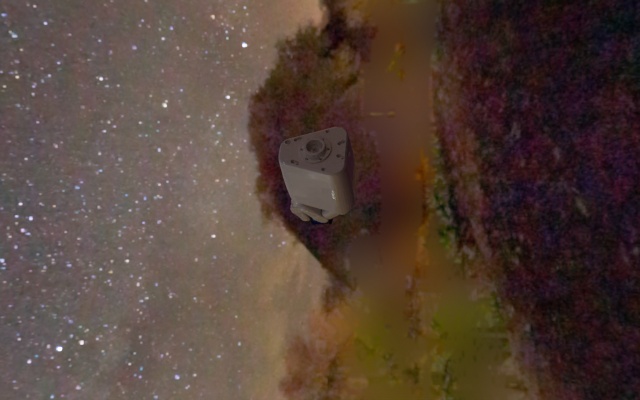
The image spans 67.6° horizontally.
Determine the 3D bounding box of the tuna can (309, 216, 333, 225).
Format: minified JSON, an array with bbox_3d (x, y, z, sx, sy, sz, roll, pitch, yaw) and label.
[{"bbox_3d":[0.000,0.003,0.882,0.034,0.086,0.086,-4,-1,11],"label":"tuna can"}]
